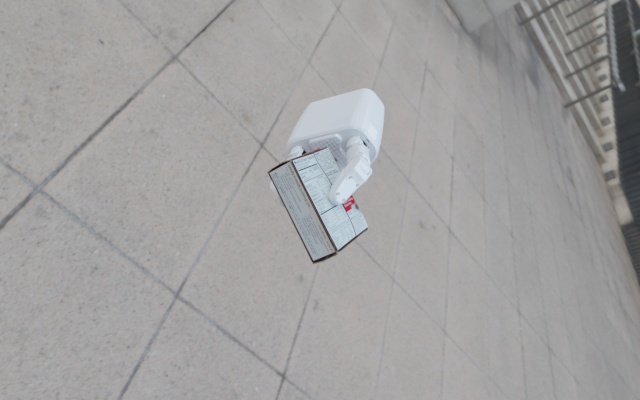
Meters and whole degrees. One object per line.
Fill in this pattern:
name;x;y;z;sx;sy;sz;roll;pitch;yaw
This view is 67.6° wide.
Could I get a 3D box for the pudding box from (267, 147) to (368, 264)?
pudding box;0.000;0.002;0.533;0.039;0.113;0.090;-28;0;32
